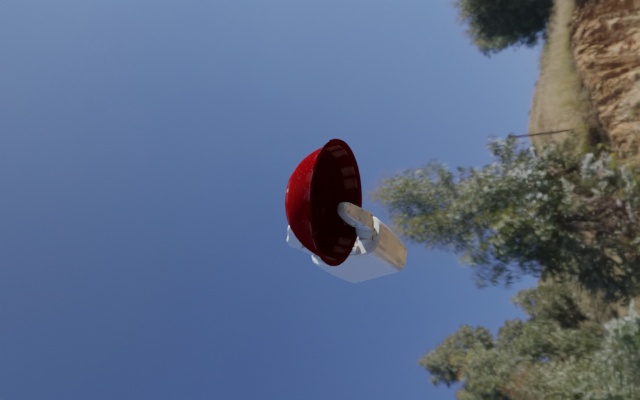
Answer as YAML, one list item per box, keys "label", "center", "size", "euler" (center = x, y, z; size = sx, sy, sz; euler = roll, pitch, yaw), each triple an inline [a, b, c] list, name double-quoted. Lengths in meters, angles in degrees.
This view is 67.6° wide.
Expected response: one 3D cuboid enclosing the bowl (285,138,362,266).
- label: "bowl"
  center: [-0.001, 0.001, 0.616]
  size: [0.055, 0.162, 0.162]
  euler: [2, 1, 26]
